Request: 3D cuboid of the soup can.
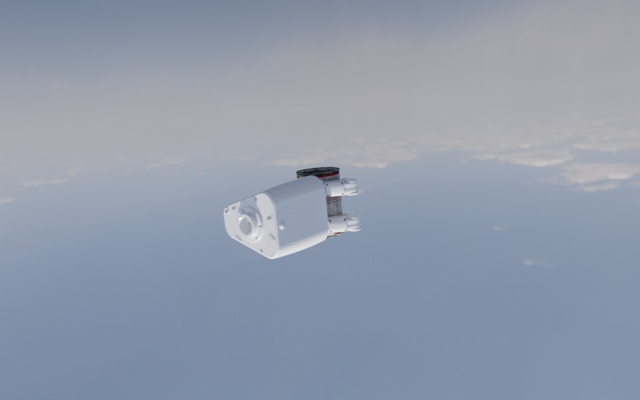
[{"bbox_3d":[0.000,0.003,0.746,0.068,0.102,0.068,-5,11,1],"label":"soup can"}]
